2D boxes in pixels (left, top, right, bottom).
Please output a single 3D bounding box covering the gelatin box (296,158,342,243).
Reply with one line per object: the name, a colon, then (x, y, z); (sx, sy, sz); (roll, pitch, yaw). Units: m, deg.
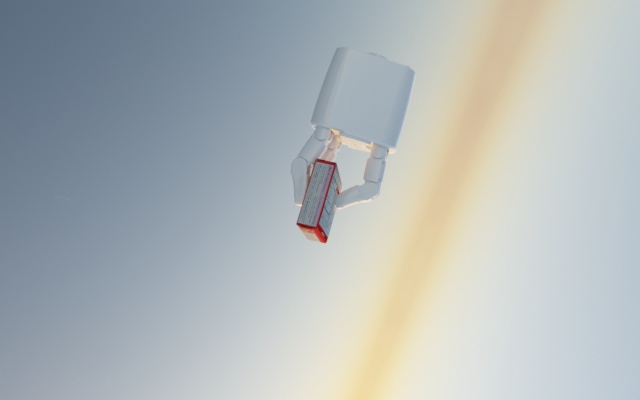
gelatin box: (0.000, 0.002, 0.603); (0.030, 0.089, 0.073); (12, -16, 13)
